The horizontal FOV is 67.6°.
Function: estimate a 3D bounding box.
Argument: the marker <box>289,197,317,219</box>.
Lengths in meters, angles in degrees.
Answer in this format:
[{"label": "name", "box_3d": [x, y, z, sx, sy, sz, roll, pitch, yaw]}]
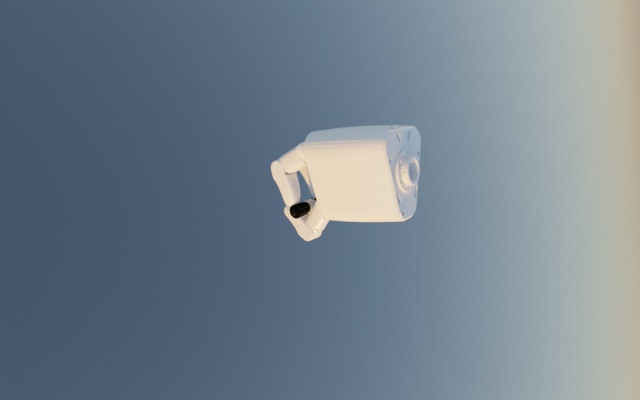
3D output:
[{"label": "marker", "box_3d": [0.000, 0.002, 0.636, 0.020, 0.020, 0.121, 0, 12, 36]}]
